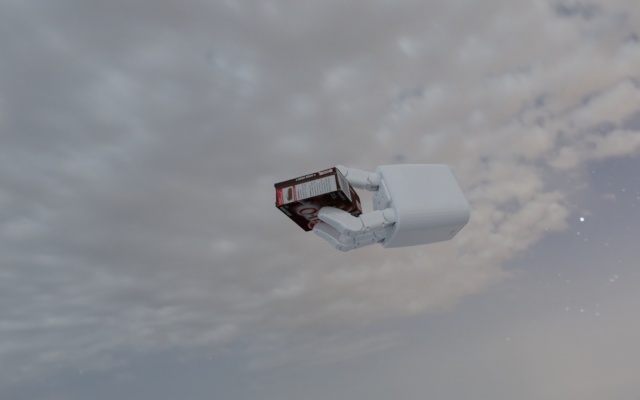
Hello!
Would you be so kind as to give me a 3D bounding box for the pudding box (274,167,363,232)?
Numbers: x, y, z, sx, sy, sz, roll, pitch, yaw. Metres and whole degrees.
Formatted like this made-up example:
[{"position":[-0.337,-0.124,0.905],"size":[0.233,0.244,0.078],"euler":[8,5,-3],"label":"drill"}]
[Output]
[{"position":[0.000,0.002,0.648],"size":[0.090,0.039,0.113],"euler":[-15,-27,15],"label":"pudding box"}]
